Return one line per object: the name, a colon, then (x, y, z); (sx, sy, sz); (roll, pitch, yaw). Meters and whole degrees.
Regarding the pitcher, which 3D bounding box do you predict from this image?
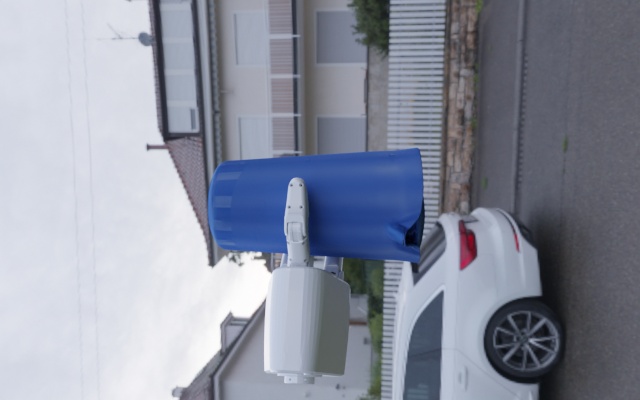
pitcher: (0.000, 0.002, 0.575); (0.243, 0.145, 0.149); (0, -19, 6)
